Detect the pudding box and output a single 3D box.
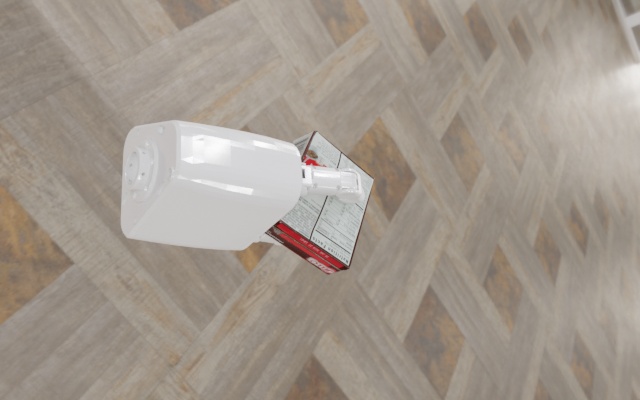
[{"bbox_3d":[0.000,0.001,0.462,0.090,0.113,0.039,38,-35,-26],"label":"pudding box"}]
